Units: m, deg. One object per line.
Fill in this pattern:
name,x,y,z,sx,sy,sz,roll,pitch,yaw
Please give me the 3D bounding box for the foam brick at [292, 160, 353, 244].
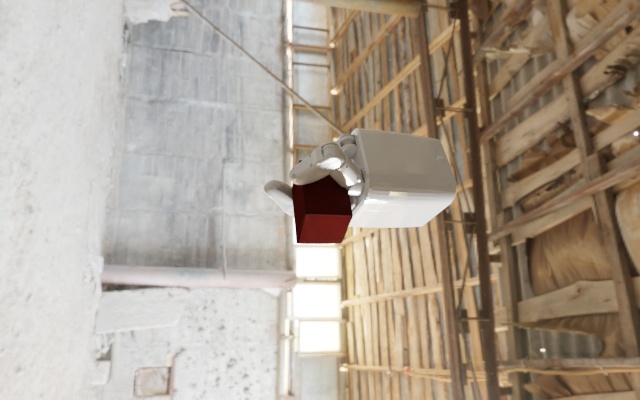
foam brick,0.000,0.002,0.517,0.051,0.078,0.053,4,-40,-13
